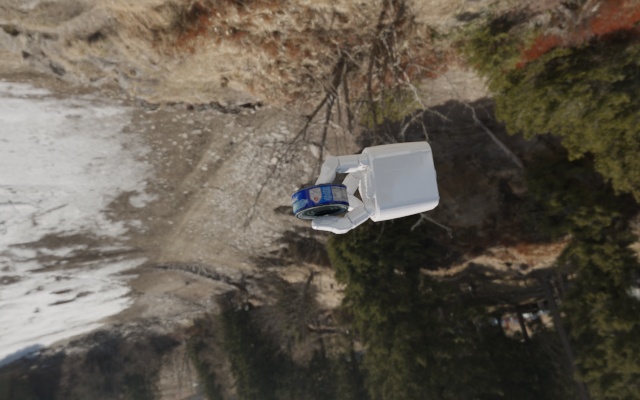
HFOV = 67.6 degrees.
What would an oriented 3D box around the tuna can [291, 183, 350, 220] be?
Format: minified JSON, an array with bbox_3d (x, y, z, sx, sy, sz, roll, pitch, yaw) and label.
[{"bbox_3d":[0.000,0.003,0.720,0.086,0.033,0.086,-9,-14,-2],"label":"tuna can"}]
